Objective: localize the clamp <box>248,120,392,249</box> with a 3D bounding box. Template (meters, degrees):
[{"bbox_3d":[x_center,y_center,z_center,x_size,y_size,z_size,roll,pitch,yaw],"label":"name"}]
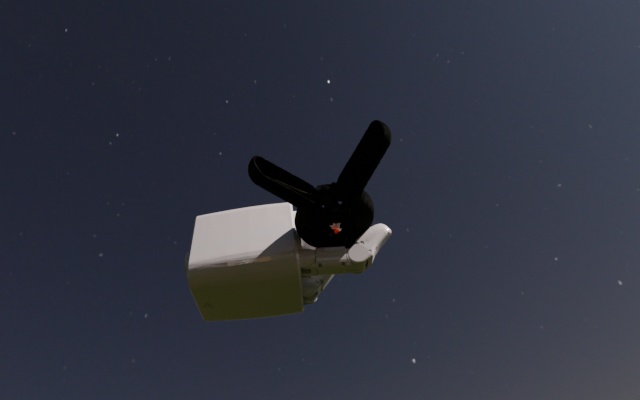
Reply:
[{"bbox_3d":[0.000,0.001,0.444,0.120,0.039,0.172,-7,-40,-5],"label":"clamp"}]
